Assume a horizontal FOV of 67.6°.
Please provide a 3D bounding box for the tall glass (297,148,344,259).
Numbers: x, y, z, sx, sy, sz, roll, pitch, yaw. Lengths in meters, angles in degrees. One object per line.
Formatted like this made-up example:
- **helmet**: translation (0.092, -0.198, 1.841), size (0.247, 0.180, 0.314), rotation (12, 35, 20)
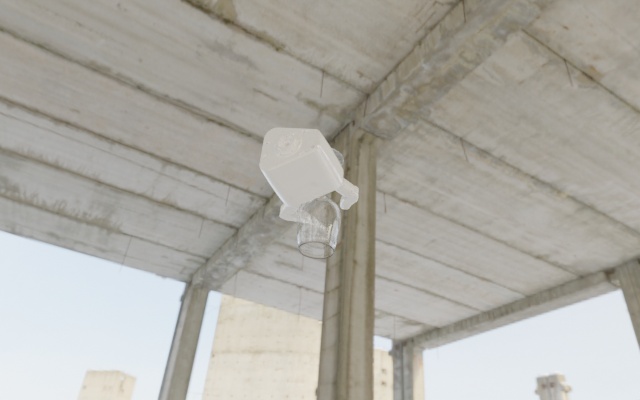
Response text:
- **tall glass**: translation (0.000, 0.002, 0.864), size (0.079, 0.201, 0.079), rotation (3, -33, 2)
